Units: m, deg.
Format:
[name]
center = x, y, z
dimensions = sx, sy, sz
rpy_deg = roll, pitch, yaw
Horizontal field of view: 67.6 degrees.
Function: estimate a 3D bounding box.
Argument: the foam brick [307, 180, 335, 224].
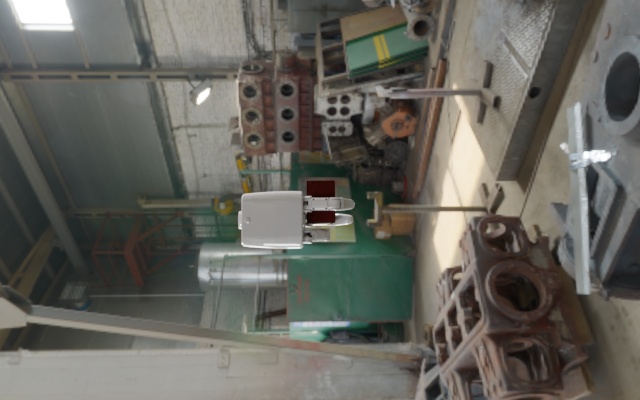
[foam brick]
center = 0.000, 0.003, 0.863
dimensions = 0.051, 0.078, 0.053
rpy_deg = 0, -2, -1
